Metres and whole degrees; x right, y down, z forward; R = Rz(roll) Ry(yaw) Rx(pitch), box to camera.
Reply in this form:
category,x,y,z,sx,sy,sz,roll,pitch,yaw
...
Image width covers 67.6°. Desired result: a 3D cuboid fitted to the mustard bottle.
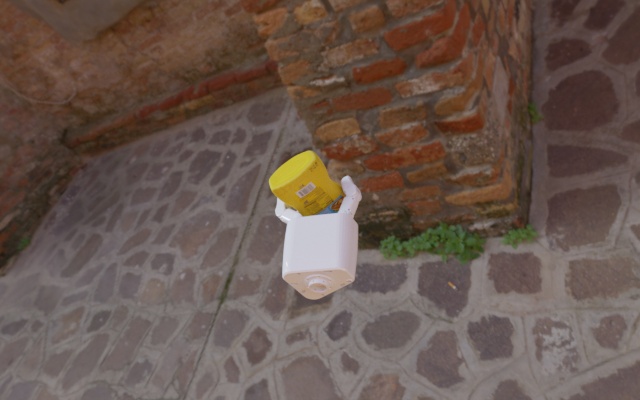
category,x,y,z,sx,sy,sz,roll,pitch,yaw
mustard bottle,0.000,0.002,0.852,0.096,0.192,0.058,-36,39,8
